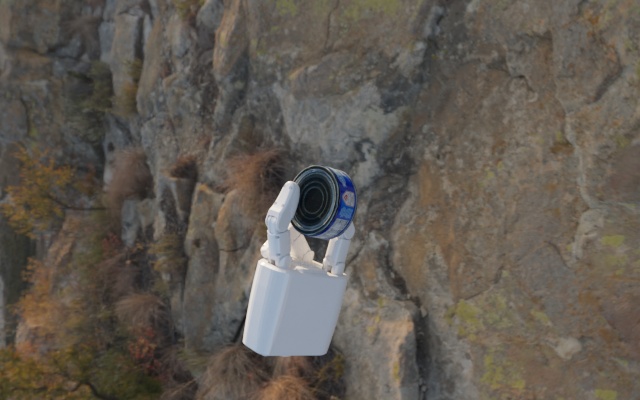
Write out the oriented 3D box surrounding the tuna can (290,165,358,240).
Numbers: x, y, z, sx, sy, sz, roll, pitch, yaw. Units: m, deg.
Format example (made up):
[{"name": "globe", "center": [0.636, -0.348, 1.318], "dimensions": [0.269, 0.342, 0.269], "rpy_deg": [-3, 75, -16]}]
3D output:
[{"name": "tuna can", "center": [0.000, 0.002, 0.562], "dimensions": [0.086, 0.086, 0.034], "rpy_deg": [0, -10, 42]}]
